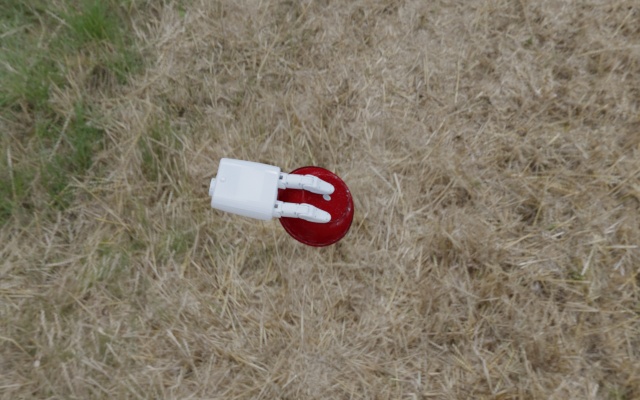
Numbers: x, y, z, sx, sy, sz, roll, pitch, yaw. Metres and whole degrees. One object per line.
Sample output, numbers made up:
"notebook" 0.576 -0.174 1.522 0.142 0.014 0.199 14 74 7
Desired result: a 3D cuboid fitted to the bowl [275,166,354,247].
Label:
"bowl" 0.002 0.003 0.891 0.162 0.162 0.055 0 -16 -23
